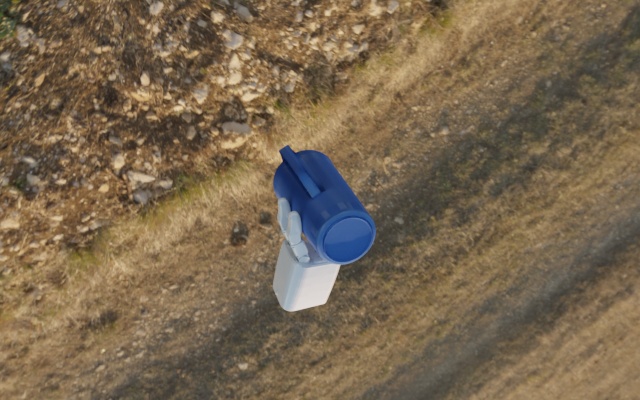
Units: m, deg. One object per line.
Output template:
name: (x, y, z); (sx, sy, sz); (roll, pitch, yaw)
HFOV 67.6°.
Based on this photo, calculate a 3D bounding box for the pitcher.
pitcher: (0.000, 0.003, 0.879); (0.149, 0.145, 0.242); (7, 24, -25)
